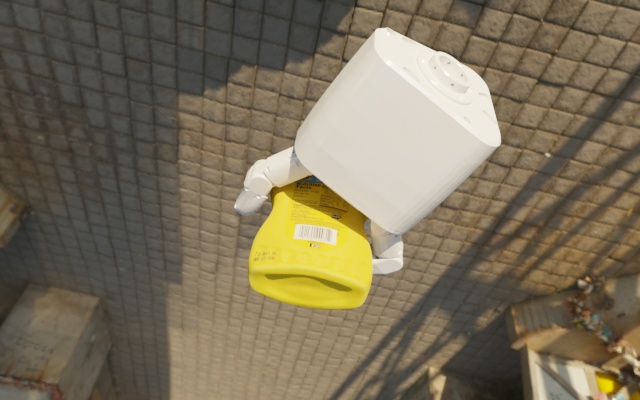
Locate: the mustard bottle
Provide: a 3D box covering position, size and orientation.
[{"bbox_3d":[0.000,0.002,0.430,0.096,0.191,0.058,8,-45,1],"label":"mustard bottle"}]
